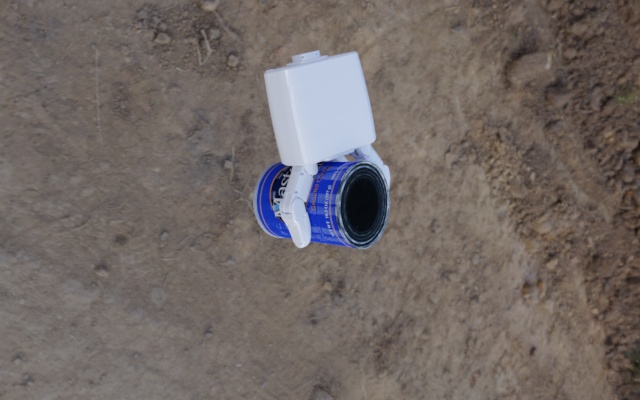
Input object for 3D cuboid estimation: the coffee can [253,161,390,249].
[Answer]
[{"bbox_3d":[0.000,0.002,0.596,0.140,0.103,0.103,4,2,42],"label":"coffee can"}]
